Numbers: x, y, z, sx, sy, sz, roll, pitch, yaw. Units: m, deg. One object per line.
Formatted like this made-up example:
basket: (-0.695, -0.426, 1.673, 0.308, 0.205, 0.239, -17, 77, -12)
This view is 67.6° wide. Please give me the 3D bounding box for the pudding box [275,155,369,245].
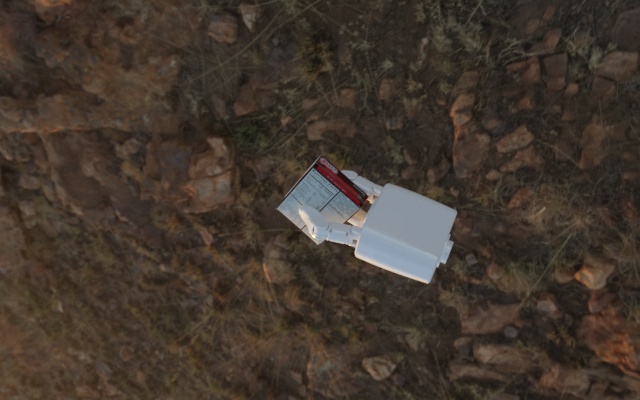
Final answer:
pudding box: (0.000, 0.002, 0.688, 0.113, 0.090, 0.039, -45, 4, 39)
